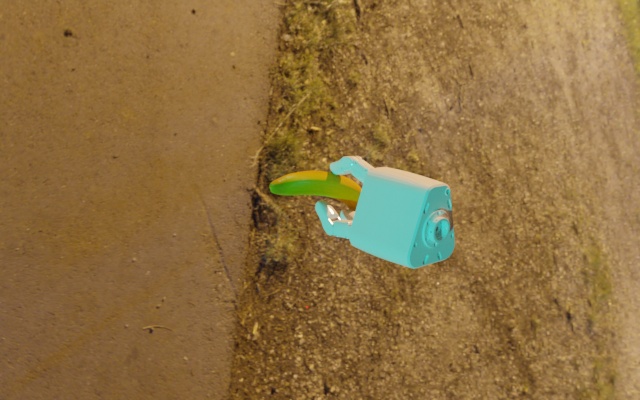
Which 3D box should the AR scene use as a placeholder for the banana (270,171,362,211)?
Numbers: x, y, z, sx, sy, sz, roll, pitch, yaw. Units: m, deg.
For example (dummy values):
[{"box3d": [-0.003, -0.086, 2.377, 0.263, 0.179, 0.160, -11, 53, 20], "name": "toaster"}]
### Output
[{"box3d": [0.013, -0.012, 0.735, 0.198, 0.069, 0.037, 23, 18, -42], "name": "banana"}]
